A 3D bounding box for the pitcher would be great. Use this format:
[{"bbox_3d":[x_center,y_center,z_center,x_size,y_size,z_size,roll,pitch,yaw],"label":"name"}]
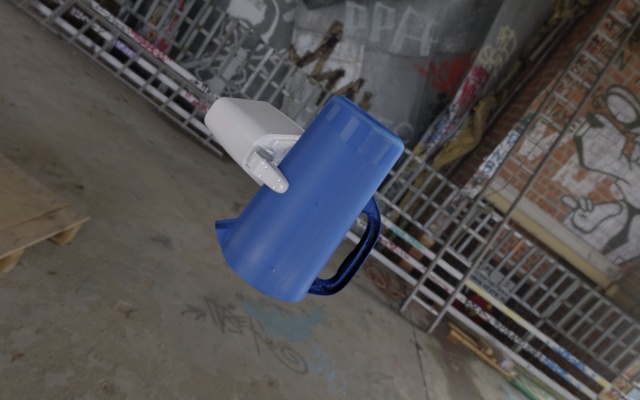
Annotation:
[{"bbox_3d":[0.000,0.002,0.599,0.145,0.243,0.149,44,15,30],"label":"pitcher"}]
